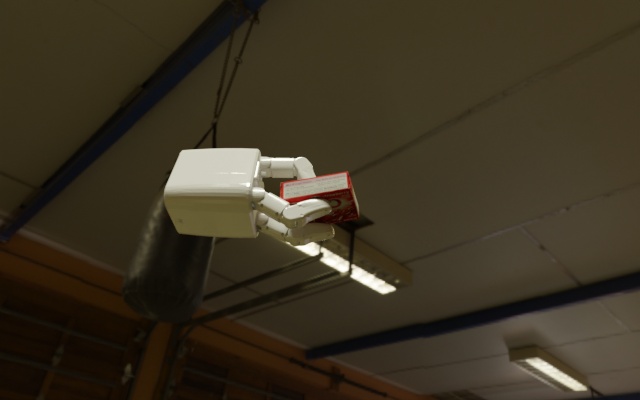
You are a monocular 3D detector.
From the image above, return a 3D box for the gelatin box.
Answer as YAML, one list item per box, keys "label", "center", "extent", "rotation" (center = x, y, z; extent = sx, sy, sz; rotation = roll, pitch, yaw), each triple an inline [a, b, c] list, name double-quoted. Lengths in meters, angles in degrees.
- label: "gelatin box"
  center: [0.000, 0.002, 0.610]
  extent: [0.089, 0.030, 0.073]
  rotation: [-10, -35, 9]
